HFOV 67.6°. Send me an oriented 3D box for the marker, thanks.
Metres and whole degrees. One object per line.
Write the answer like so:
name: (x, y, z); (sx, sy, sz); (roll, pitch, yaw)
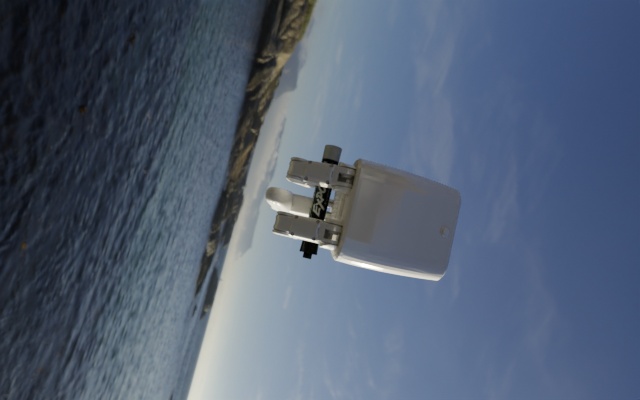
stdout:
marker: (0.000, 0.002, 0.501); (0.020, 0.121, 0.020); (14, -6, 1)
